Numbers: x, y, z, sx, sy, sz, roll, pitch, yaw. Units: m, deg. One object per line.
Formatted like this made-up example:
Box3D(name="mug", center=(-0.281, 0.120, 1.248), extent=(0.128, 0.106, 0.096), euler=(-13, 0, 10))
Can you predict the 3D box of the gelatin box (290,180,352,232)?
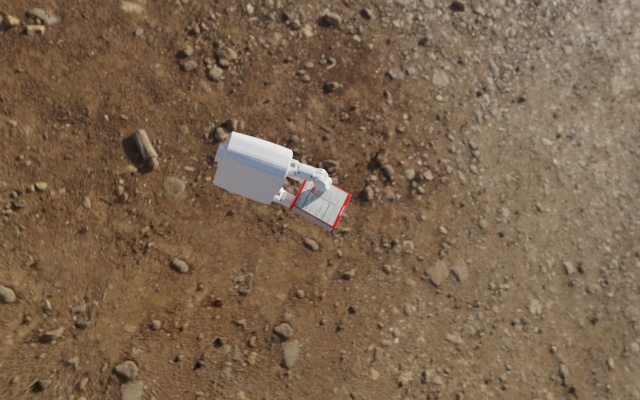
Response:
Box3D(name="gelatin box", center=(0.001, 0.003, 0.851), extent=(0.089, 0.073, 0.030), euler=(29, -23, -5))
